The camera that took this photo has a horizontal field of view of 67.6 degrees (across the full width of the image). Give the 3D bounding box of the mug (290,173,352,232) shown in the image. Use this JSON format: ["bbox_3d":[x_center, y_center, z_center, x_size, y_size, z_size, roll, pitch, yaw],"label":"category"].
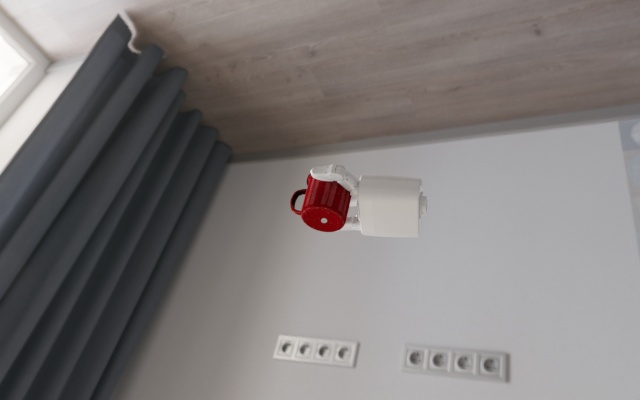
[{"bbox_3d":[-0.001,0.003,0.861,0.117,0.081,0.093,2,-37,18],"label":"mug"}]
